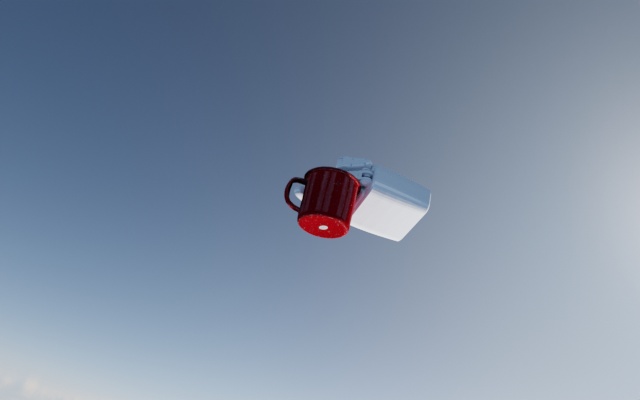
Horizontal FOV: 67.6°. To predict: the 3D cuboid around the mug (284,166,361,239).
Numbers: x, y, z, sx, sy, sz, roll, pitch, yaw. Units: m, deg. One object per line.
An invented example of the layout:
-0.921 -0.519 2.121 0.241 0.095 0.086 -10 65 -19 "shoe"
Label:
-0.001 0.002 0.737 0.117 0.081 0.093 21 -30 -13 "mug"
